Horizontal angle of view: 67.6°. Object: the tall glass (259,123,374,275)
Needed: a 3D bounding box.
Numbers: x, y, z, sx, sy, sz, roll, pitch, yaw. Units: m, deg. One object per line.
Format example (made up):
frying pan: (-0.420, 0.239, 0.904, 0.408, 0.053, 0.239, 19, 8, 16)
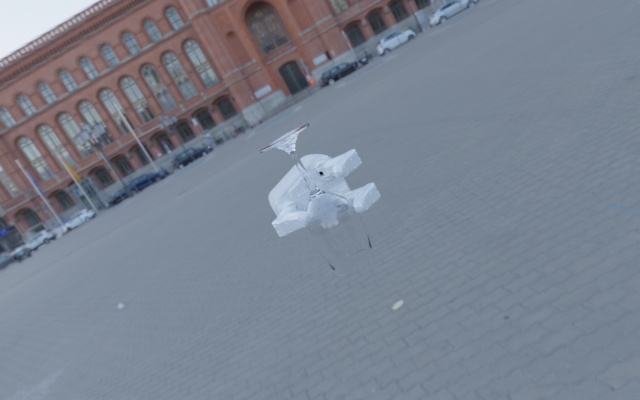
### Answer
tall glass: (0.000, 0.002, 0.644, 0.079, 0.201, 0.079, -28, 13, 7)
